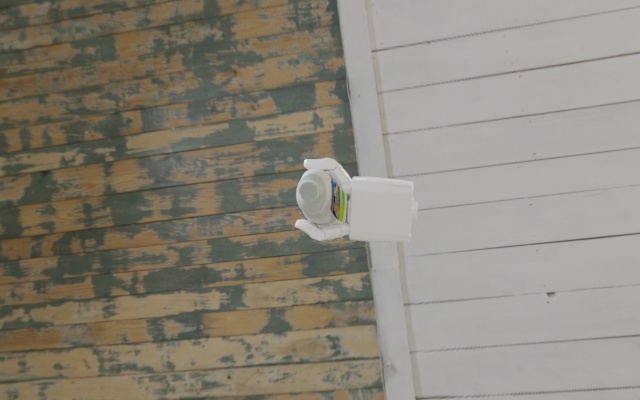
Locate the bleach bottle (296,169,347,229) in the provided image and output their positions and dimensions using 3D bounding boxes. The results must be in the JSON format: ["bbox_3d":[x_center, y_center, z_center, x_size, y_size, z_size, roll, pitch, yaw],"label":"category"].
[{"bbox_3d":[0.000,0.003,0.856,0.068,0.102,0.251,3,-4,10],"label":"bleach bottle"}]
